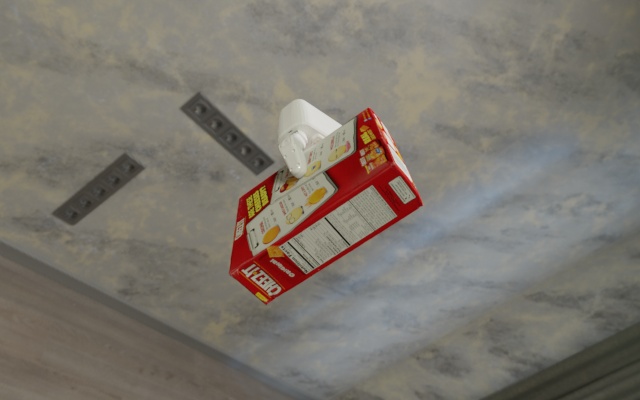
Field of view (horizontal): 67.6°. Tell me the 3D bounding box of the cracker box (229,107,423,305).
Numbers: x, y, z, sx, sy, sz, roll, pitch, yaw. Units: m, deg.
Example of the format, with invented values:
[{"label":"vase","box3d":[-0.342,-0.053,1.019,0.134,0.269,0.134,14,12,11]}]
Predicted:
[{"label":"cracker box","box3d":[0.000,0.002,0.562,0.214,0.072,0.164,-34,27,15]}]
